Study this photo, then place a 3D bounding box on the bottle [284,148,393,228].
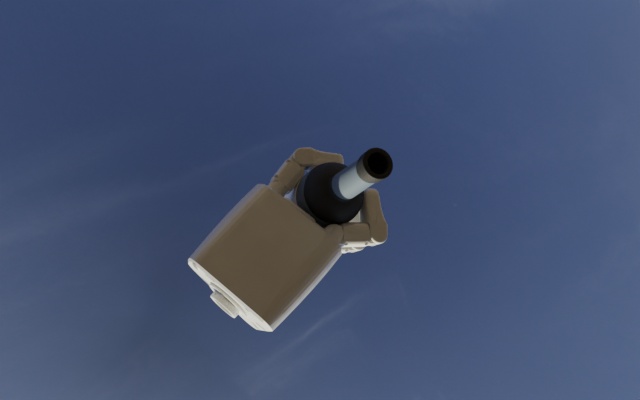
[{"bbox_3d":[0.000,0.002,0.524,0.069,0.069,0.296,0,-13,-19],"label":"bottle"}]
